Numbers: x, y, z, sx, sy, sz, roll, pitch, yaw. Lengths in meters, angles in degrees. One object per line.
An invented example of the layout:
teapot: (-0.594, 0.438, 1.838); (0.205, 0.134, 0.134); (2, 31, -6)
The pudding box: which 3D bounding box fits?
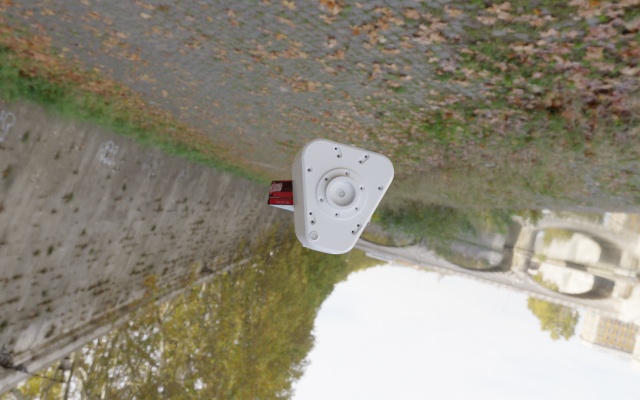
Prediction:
pudding box: (0.000, 0.002, 0.629); (0.113, 0.039, 0.090); (18, -8, -33)
